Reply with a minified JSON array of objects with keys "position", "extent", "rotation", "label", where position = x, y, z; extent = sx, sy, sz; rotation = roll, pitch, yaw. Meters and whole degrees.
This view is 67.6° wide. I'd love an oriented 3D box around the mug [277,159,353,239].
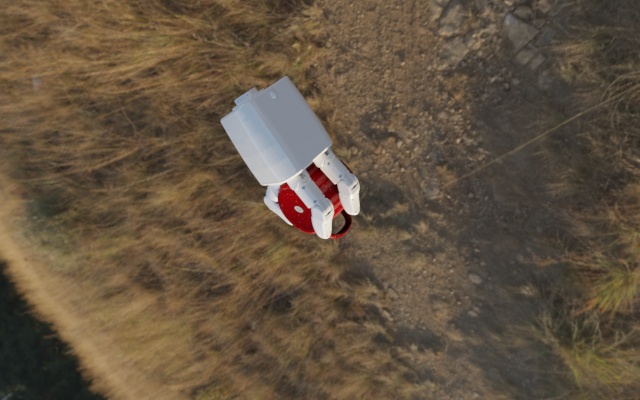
[{"position":[0.001,0.004,0.677],"extent":[0.081,0.117,0.093],"rotation":[-43,16,-35],"label":"mug"}]
